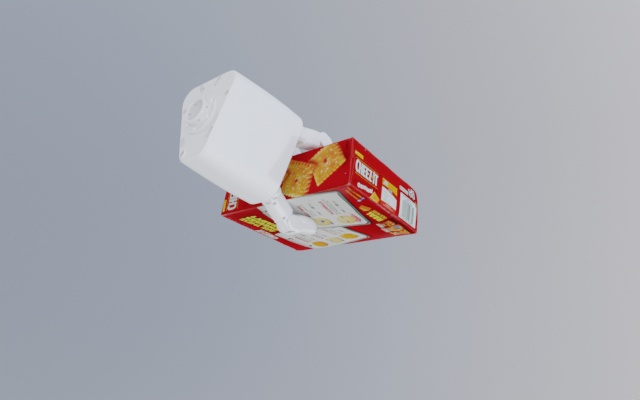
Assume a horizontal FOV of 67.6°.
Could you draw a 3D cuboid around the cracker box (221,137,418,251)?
[{"bbox_3d":[0.000,0.002,0.649,0.214,0.072,0.164,-12,-30,37],"label":"cracker box"}]
